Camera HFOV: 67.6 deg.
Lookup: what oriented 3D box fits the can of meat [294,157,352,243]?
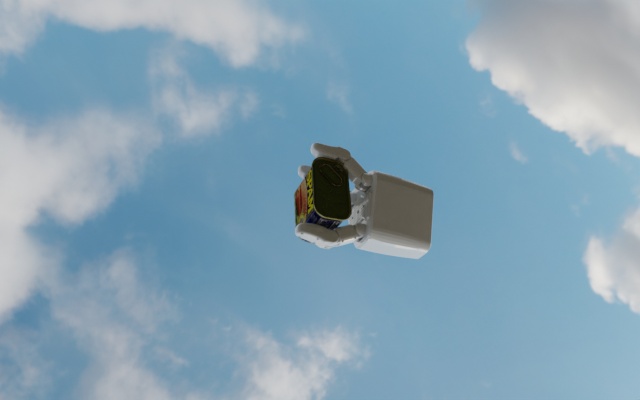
[{"bbox_3d":[0.000,0.003,0.700,0.057,0.102,0.084,10,-34,-20],"label":"can of meat"}]
